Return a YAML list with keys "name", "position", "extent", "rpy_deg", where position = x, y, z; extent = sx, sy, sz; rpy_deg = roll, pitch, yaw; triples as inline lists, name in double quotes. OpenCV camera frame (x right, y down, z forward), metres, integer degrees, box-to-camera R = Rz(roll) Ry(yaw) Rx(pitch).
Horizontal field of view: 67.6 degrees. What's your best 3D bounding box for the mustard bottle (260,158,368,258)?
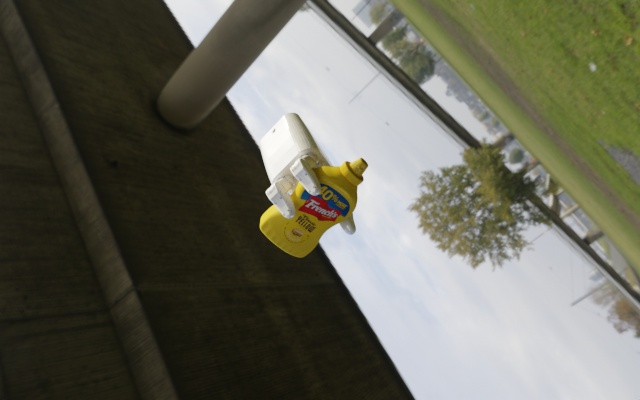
- name: "mustard bottle"
  position: [0.000, 0.003, 0.744]
  extent: [0.096, 0.192, 0.058]
  rpy_deg: [39, 22, -21]
